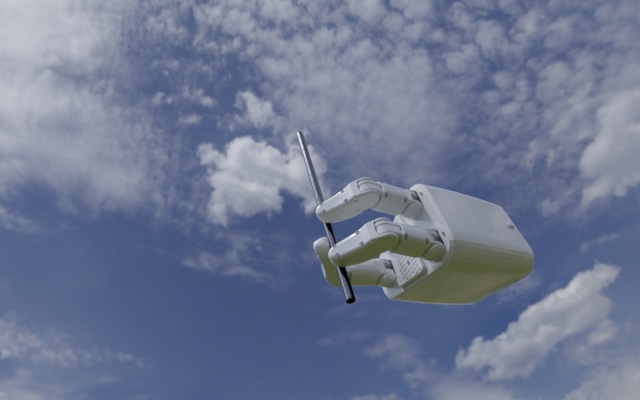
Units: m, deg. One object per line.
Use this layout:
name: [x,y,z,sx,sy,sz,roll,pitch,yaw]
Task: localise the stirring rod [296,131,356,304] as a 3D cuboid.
stirring rod: [0.000,0.002,0.470,0.011,0.011,0.239,0,41,-16]
